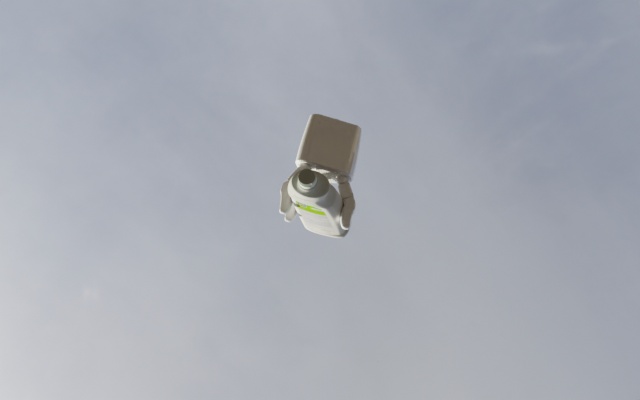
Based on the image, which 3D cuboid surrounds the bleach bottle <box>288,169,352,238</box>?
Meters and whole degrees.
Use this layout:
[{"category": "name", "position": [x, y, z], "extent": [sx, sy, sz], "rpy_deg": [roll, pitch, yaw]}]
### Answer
[{"category": "bleach bottle", "position": [0.000, 0.003, 0.888], "extent": [0.102, 0.068, 0.251], "rpy_deg": [11, -17, 10]}]
